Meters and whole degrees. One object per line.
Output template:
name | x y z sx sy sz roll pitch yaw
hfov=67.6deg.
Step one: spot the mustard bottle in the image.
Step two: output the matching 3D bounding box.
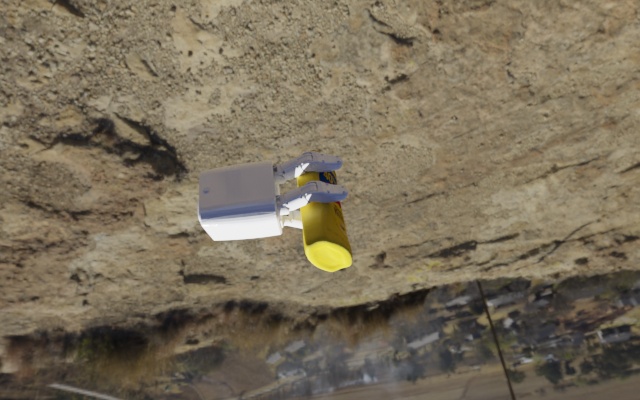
mustard bottle | 0.000 0.002 0.707 0.058 0.191 0.096 -22 -37 17
